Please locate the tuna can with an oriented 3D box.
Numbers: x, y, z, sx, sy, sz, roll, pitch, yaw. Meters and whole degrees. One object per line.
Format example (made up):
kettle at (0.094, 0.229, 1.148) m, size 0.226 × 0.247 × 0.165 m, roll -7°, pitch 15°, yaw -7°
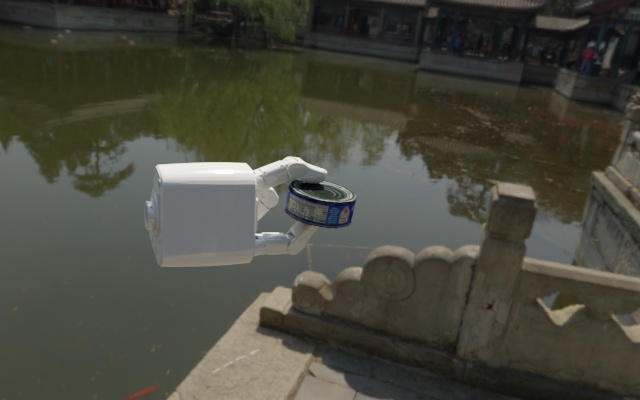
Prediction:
tuna can at (0.000, 0.001, 0.588) m, size 0.086 × 0.034 × 0.086 m, roll 11°, pitch 18°, yaw -4°
